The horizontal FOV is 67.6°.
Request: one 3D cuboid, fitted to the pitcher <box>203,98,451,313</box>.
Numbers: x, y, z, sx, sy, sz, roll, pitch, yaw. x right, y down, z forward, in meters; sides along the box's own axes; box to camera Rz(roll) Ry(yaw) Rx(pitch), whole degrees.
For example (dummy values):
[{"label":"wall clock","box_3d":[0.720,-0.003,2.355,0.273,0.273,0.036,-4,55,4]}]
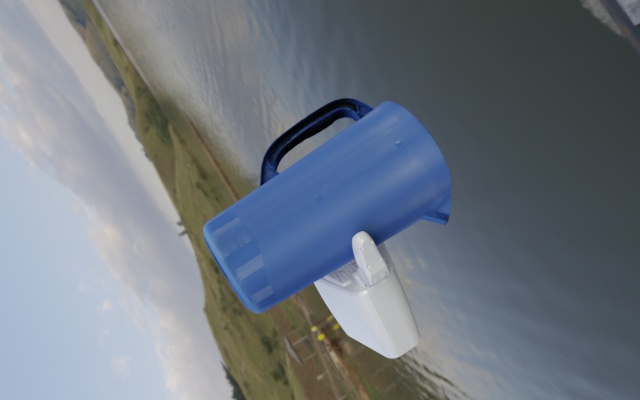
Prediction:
[{"label":"pitcher","box_3d":[0.000,0.002,0.509,0.243,0.145,0.149,-32,25,-10]}]
